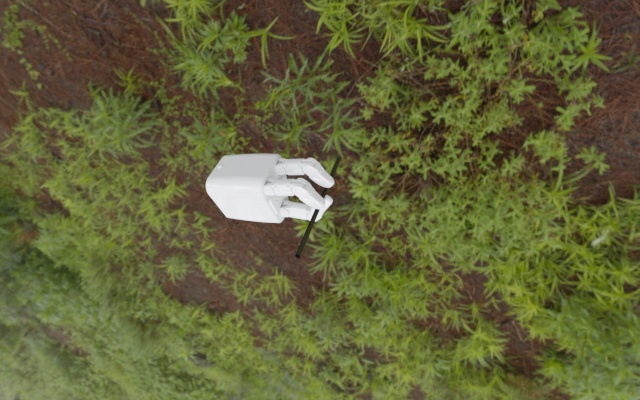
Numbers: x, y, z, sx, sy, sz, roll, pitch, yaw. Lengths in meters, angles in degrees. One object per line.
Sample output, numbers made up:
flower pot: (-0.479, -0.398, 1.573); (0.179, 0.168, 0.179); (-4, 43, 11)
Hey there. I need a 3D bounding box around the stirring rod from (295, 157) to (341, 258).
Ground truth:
stirring rod: (0.000, 0.003, 0.772); (0.011, 0.011, 0.239); (0, 40, 21)
